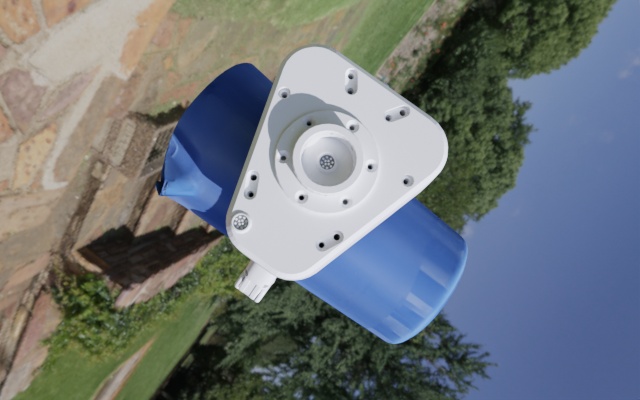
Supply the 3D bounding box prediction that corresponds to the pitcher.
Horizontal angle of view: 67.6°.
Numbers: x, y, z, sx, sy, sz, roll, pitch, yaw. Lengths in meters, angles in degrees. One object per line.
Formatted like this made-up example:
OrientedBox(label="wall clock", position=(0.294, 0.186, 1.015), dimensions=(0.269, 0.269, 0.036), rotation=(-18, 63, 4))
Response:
OrientedBox(label="pitcher", position=(0.000, 0.001, 0.410), dimensions=(0.243, 0.149, 0.145), rotation=(36, -7, 2))
